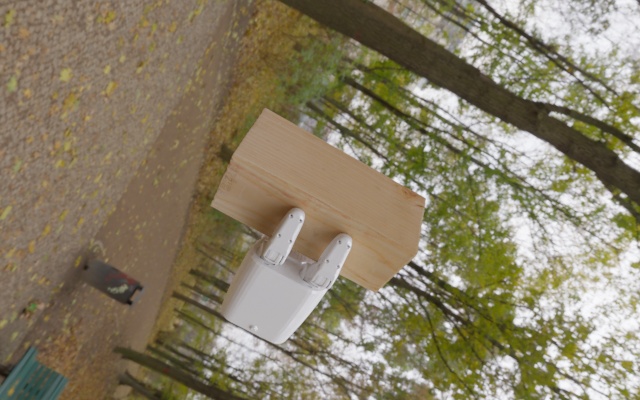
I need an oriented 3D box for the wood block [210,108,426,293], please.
[{"bbox_3d":[0.000,0.002,0.524,0.206,0.090,0.090,29,-47,-7],"label":"wood block"}]
